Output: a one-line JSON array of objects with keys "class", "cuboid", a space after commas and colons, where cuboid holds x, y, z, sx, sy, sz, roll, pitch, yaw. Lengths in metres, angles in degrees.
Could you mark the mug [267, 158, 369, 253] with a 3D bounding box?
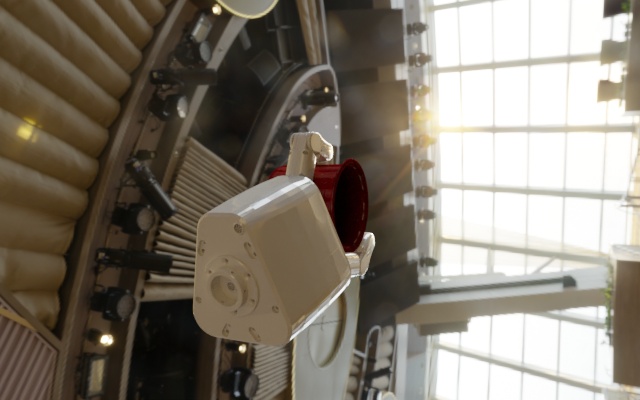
[{"class": "mug", "cuboid": [0.001, 0.001, 0.496, 0.081, 0.093, 0.117, 2, 15, 26]}]
